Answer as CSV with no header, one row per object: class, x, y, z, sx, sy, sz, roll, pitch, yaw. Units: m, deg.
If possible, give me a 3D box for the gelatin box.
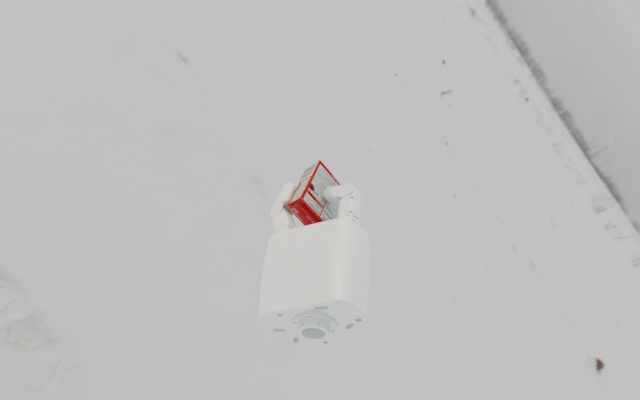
gelatin box,0.001,0.002,0.625,0.030,0.073,0.089,-26,26,35
